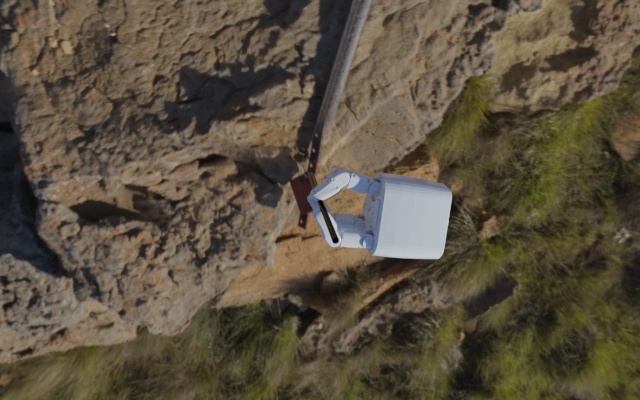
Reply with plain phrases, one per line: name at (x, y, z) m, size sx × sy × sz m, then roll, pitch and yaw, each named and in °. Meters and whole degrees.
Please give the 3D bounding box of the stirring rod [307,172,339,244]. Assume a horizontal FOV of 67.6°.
stirring rod at (0.000, 0.002, 0.665) m, size 0.011 × 0.011 × 0.239 m, roll 0°, pitch 22°, yaw -9°
